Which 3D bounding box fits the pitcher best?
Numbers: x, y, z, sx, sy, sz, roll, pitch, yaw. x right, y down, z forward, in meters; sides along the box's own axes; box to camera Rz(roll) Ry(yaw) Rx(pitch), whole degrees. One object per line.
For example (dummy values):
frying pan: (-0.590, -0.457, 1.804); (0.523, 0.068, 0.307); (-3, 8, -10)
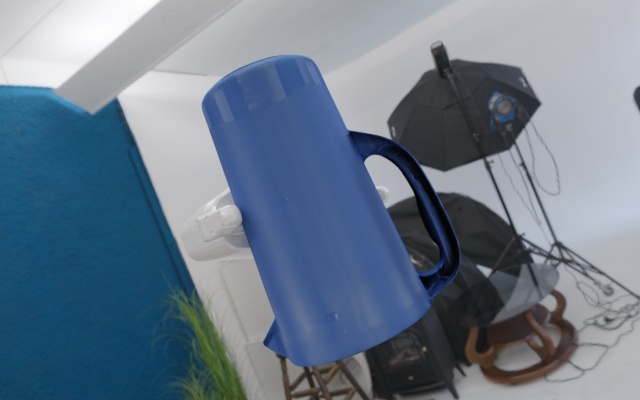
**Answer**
pitcher: (0.000, 0.001, 0.415); (0.149, 0.243, 0.145); (-22, -1, -37)
